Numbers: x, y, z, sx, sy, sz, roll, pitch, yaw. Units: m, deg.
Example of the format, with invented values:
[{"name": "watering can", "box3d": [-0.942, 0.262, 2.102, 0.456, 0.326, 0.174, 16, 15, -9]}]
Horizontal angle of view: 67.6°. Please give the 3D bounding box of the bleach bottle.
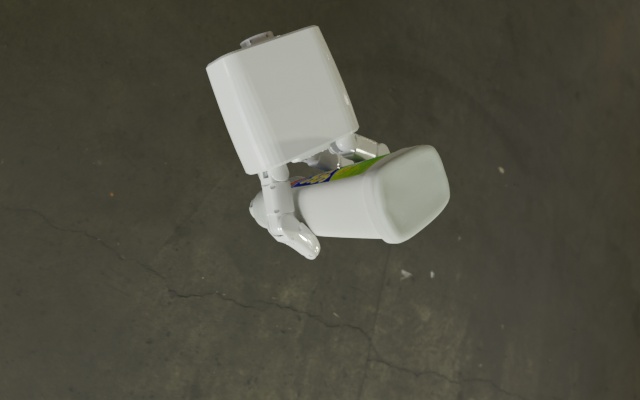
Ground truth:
[{"name": "bleach bottle", "box3d": [0.000, 0.002, 0.492, 0.102, 0.068, 0.251, -29, 14, -39]}]
